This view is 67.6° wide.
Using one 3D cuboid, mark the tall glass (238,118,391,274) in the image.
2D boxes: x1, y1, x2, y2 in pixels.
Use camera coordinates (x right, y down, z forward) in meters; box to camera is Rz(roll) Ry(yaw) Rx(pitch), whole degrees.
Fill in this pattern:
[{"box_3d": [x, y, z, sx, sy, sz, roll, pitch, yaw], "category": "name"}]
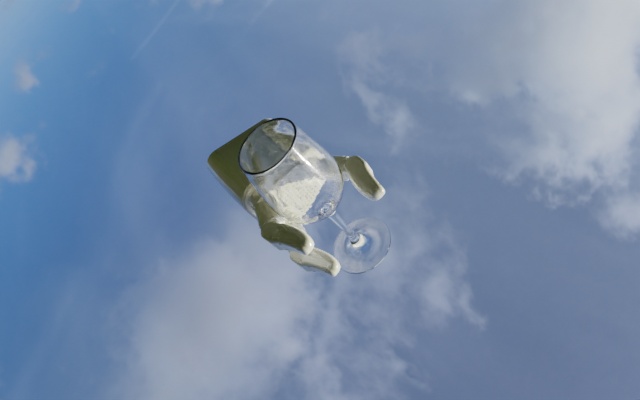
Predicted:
[{"box_3d": [0.001, 0.002, 0.491, 0.079, 0.079, 0.201, 0, -30, 34], "category": "tall glass"}]
